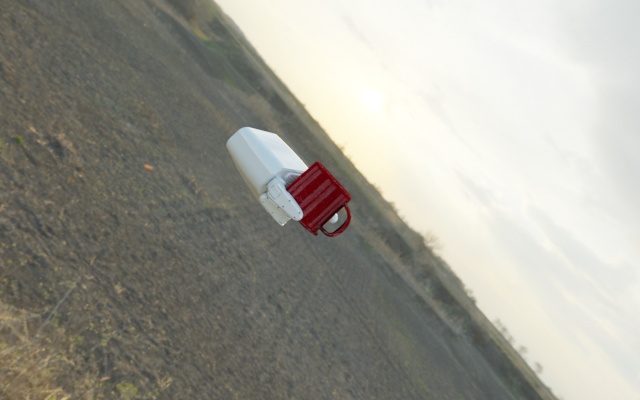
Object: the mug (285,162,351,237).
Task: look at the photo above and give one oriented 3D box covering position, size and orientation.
[{"bbox_3d":[0.001,0.003,0.736,0.081,0.117,0.093,-42,-22,5],"label":"mug"}]
